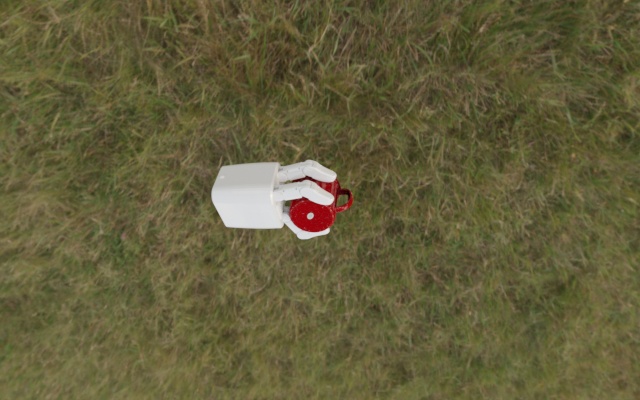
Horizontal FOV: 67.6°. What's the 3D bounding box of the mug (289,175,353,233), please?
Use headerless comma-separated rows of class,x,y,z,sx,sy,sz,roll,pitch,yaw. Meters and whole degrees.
mug,0.002,0.003,0.857,0.117,0.093,0.081,-2,41,8
